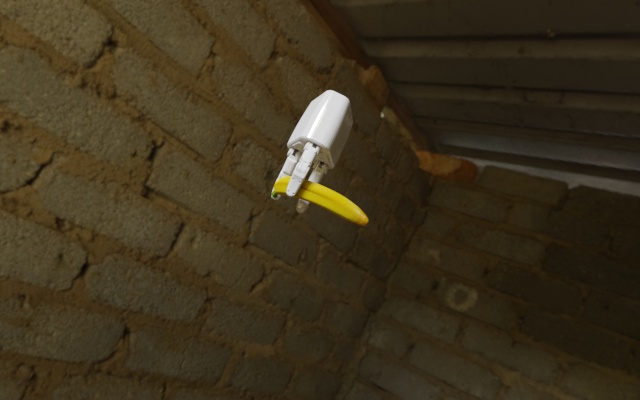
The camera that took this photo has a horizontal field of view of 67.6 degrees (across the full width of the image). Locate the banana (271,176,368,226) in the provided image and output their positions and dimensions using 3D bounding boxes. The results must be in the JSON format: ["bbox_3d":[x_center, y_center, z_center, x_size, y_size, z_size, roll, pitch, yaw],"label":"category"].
[{"bbox_3d":[-0.007,-0.006,0.850,0.198,0.037,0.070,19,-18,22],"label":"banana"}]
